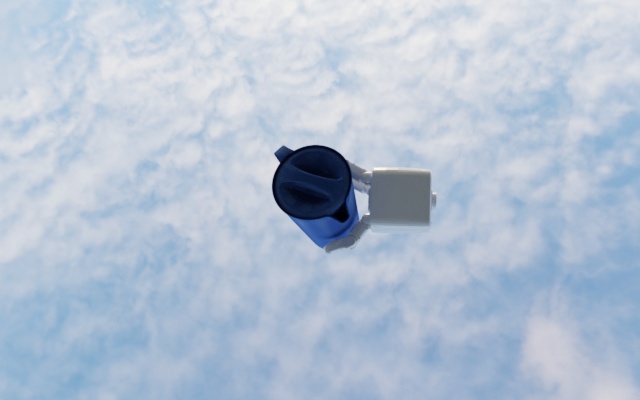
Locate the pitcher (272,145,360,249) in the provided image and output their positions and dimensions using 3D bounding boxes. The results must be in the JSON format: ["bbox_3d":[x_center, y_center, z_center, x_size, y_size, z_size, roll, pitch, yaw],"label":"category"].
[{"bbox_3d":[0.000,0.003,0.877,0.145,0.149,0.243,-1,-21,11],"label":"pitcher"}]
